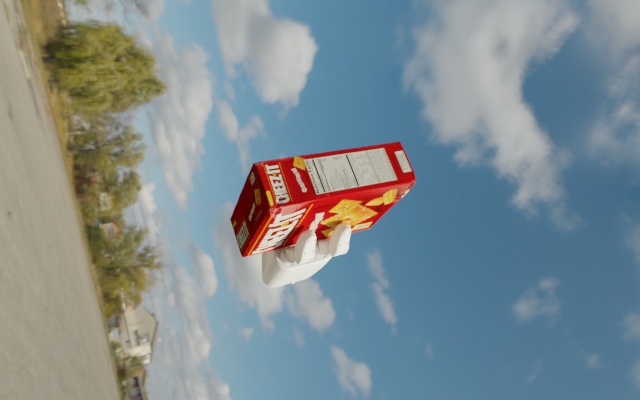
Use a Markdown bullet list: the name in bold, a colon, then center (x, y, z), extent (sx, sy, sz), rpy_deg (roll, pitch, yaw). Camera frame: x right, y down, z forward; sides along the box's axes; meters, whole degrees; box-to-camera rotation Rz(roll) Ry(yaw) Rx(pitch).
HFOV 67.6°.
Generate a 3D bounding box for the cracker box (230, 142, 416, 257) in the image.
- **cracker box**: center (0.000, 0.002, 0.655), extent (0.213, 0.072, 0.164), rpy_deg (-11, -22, -26)
